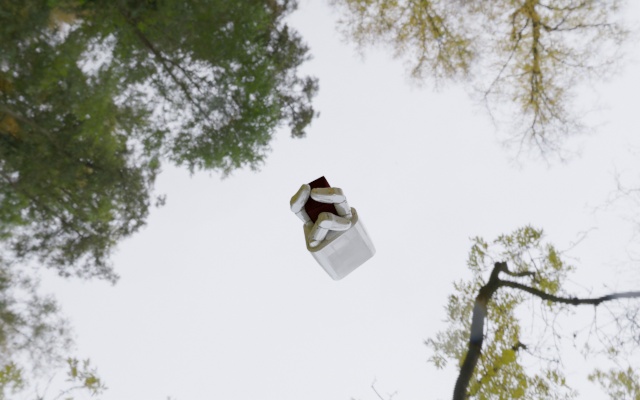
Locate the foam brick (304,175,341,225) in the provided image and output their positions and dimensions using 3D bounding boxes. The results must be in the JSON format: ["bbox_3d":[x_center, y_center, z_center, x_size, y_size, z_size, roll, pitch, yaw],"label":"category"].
[{"bbox_3d":[0.000,0.003,0.897,0.053,0.051,0.078,-25,39,11],"label":"foam brick"}]
